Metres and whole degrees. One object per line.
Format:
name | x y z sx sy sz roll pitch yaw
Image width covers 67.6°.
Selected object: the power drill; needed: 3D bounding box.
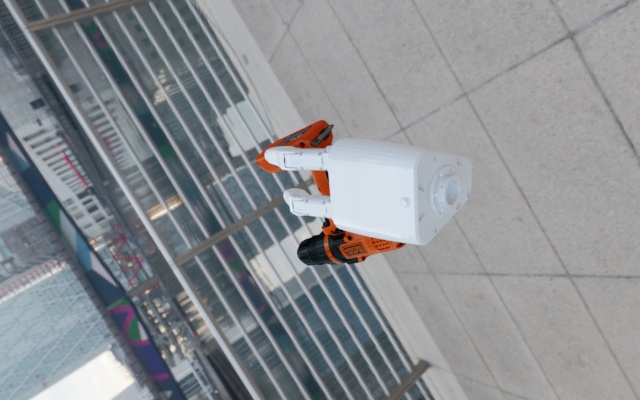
power drill | 0.000 0.002 0.616 0.184 0.188 0.057 -20 23 41
